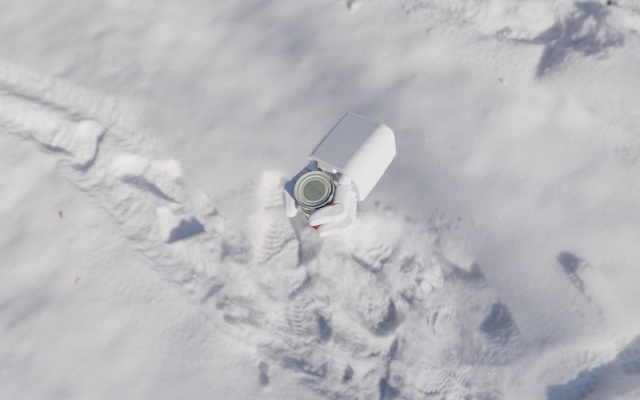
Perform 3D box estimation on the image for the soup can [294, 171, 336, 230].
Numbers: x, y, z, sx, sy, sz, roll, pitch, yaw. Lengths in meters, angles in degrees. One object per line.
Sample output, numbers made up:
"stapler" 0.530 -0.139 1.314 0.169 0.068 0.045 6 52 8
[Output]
"soup can" 0.000 0.003 0.783 0.068 0.068 0.102 0 -24 12
